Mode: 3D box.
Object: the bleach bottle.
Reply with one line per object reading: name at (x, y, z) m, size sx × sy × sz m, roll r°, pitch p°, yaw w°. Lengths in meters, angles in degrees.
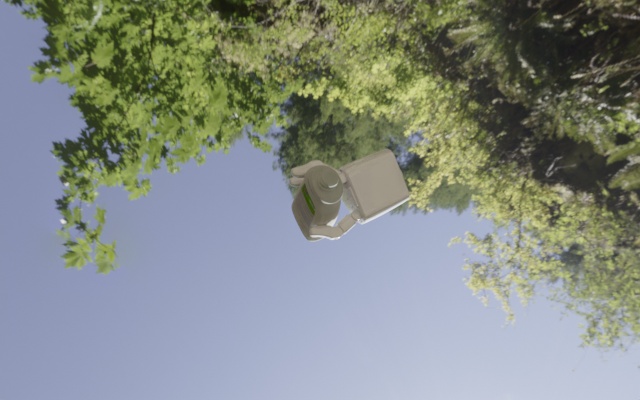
bleach bottle at (0.000, 0.003, 0.878) m, size 0.068 × 0.102 × 0.251 m, roll -27°, pitch -9°, yaw -15°
